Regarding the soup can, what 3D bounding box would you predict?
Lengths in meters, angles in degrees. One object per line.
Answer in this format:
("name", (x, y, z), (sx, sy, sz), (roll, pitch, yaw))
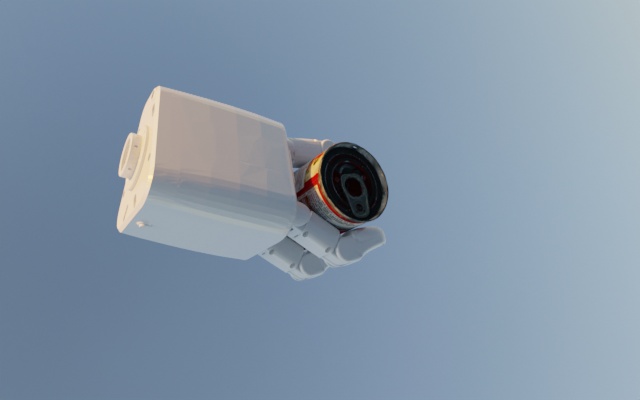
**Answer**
("soup can", (0.000, 0.001, 0.415), (0.068, 0.068, 0.102), (0, -19, -36))
